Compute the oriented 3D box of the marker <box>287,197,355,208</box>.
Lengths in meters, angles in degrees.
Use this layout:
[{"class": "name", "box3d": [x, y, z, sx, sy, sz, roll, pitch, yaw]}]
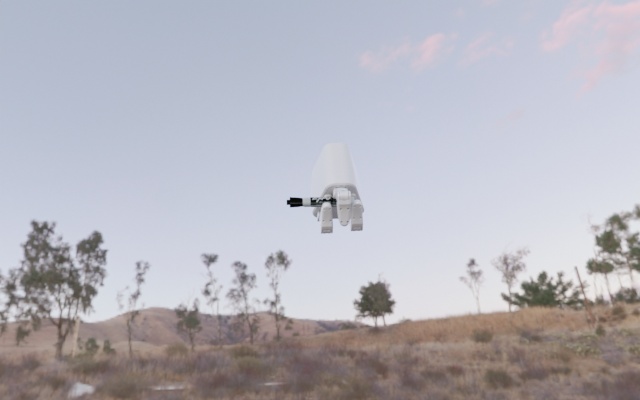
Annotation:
[{"class": "marker", "box3d": [0.000, 0.003, 0.853, 0.121, 0.020, 0.020, -1, 0, -4]}]
